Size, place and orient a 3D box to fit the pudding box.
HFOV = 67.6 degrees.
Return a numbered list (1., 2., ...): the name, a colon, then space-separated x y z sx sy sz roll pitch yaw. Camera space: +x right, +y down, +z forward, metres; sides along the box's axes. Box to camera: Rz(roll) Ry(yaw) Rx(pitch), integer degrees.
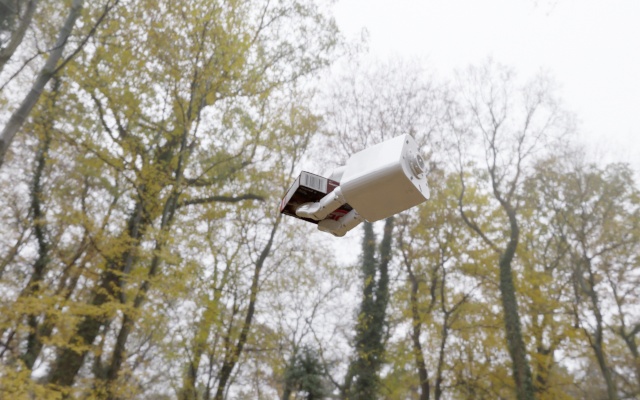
1. pudding box: 0.000 0.002 0.808 0.113 0.039 0.090 20 -41 -15
